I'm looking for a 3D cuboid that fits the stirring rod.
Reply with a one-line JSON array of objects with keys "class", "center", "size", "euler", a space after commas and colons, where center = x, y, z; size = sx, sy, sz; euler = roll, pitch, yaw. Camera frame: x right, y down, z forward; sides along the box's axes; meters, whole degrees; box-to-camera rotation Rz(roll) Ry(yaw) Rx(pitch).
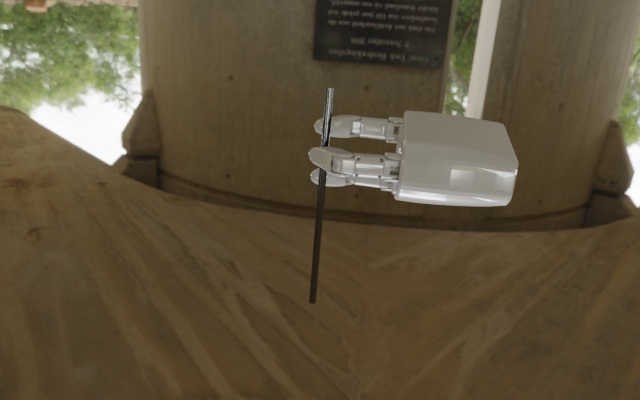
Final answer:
[{"class": "stirring rod", "center": [0.000, 0.002, 0.514], "size": [0.011, 0.239, 0.011], "euler": [4, 16, -1]}]
